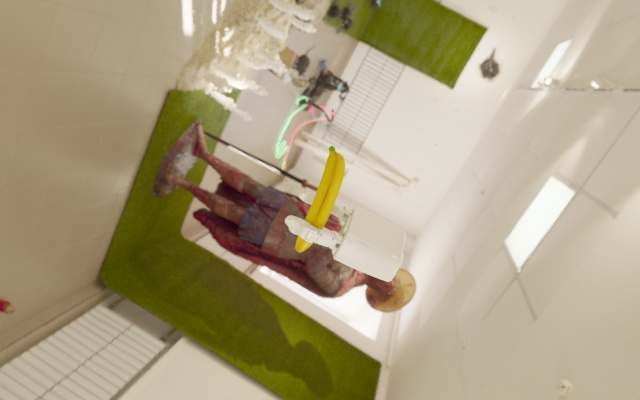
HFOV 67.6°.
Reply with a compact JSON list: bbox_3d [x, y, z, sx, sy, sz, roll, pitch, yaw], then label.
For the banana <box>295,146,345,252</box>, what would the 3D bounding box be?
[{"bbox_3d":[0.004,-0.001,0.819,0.037,0.198,0.069,21,-4,-9],"label":"banana"}]
